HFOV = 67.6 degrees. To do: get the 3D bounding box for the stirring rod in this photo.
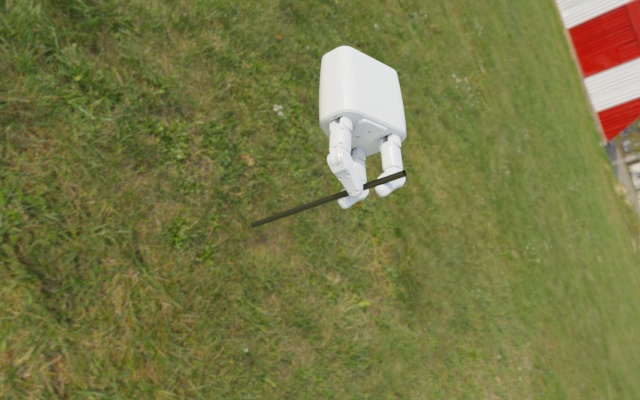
[{"bbox_3d":[0.000,0.002,0.605,0.239,0.011,0.011,-19,-11,33],"label":"stirring rod"}]
